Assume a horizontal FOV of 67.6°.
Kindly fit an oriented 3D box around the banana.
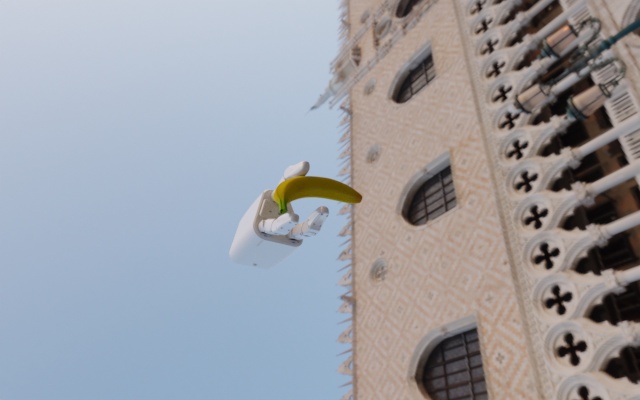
[{"bbox_3d":[-0.011,-0.012,0.800,0.198,0.069,0.037,-9,-29,-45],"label":"banana"}]
